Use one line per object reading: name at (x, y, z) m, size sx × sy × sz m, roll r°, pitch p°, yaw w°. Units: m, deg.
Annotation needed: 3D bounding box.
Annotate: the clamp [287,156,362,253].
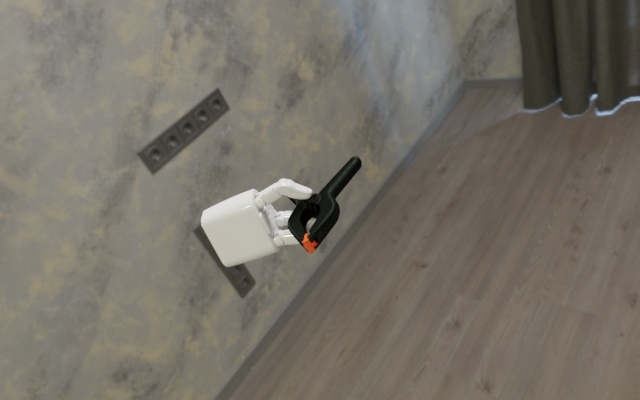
clamp at (0.000, 0.003, 0.820) m, size 0.164 × 0.036 × 0.209 m, roll -23°, pitch 33°, yaw 16°
